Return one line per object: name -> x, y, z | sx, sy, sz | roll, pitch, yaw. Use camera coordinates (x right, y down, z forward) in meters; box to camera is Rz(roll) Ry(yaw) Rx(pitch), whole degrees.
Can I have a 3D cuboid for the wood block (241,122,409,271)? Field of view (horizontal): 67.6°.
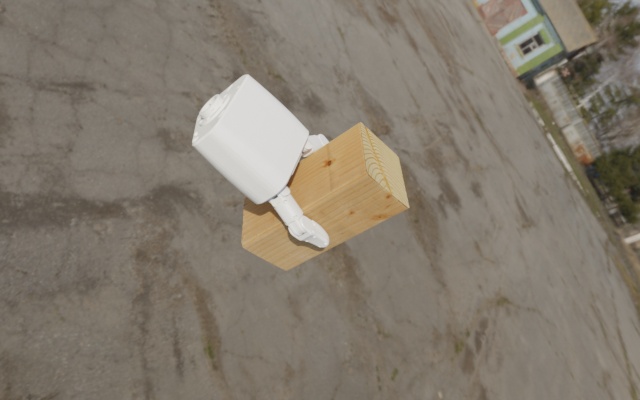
wood block -> 0.000, 0.002, 0.630 | 0.206, 0.090, 0.090 | -30, -46, 29
